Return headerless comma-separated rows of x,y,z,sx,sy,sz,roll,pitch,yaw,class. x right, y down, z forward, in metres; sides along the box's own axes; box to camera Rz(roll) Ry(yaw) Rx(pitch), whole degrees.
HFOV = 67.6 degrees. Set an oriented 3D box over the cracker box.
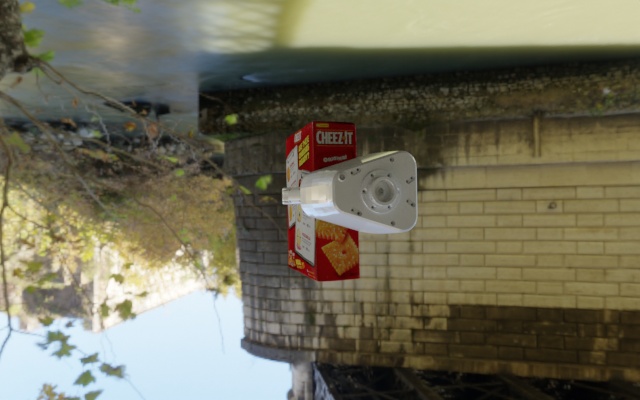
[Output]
0.000,0.003,0.711,0.072,0.213,0.164,-1,-1,-17,cracker box
